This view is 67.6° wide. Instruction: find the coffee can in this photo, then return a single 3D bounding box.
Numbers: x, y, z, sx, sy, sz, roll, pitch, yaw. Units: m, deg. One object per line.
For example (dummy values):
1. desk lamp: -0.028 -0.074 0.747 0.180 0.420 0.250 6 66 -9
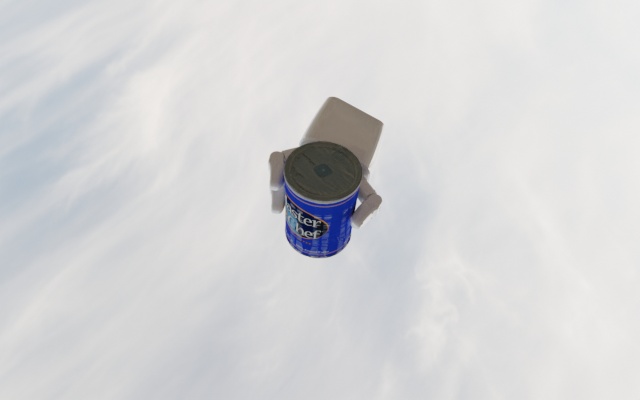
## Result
1. coffee can: 0.000 0.002 0.671 0.103 0.102 0.140 0 -37 -4
